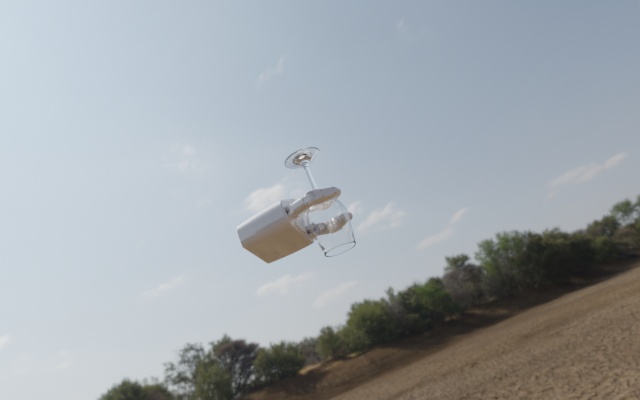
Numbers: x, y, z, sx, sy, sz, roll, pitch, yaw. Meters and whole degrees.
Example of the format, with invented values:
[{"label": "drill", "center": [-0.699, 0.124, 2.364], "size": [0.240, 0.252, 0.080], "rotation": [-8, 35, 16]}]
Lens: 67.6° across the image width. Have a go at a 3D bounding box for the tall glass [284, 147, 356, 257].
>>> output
[{"label": "tall glass", "center": [0.000, 0.002, 0.897], "size": [0.079, 0.201, 0.079], "rotation": [-20, -20, -8]}]
